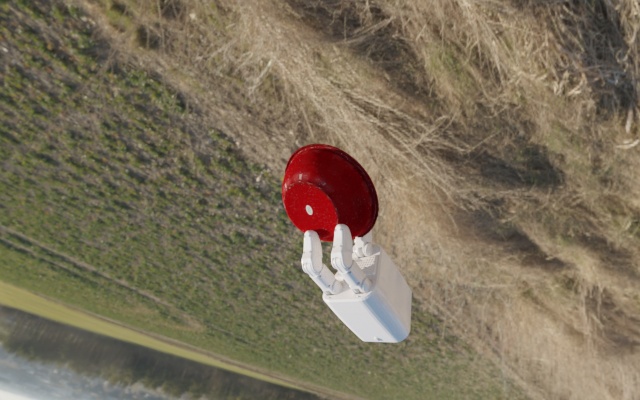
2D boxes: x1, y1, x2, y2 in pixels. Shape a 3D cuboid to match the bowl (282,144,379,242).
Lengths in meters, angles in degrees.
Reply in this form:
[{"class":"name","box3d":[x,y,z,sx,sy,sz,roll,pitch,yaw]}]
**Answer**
[{"class":"bowl","box3d":[-0.001,0.001,0.688,0.162,0.162,0.055,0,28,37]}]
